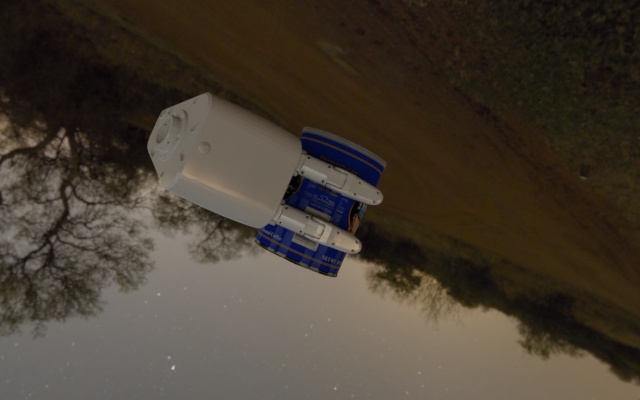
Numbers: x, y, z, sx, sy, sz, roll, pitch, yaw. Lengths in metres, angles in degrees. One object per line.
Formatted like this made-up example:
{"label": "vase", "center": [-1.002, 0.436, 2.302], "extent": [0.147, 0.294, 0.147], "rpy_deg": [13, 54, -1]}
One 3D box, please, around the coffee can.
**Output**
{"label": "coffee can", "center": [0.000, 0.002, 0.540], "extent": [0.103, 0.140, 0.103], "rpy_deg": [24, -2, 1]}
